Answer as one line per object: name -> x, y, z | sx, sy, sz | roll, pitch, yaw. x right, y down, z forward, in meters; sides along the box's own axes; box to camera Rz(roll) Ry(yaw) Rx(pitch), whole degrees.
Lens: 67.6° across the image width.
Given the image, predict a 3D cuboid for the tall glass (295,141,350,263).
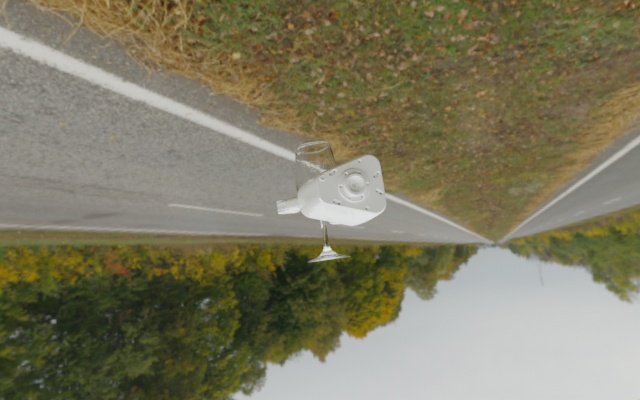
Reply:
tall glass -> 0.000, 0.003, 0.825 | 0.079, 0.201, 0.079 | -8, -8, -1
